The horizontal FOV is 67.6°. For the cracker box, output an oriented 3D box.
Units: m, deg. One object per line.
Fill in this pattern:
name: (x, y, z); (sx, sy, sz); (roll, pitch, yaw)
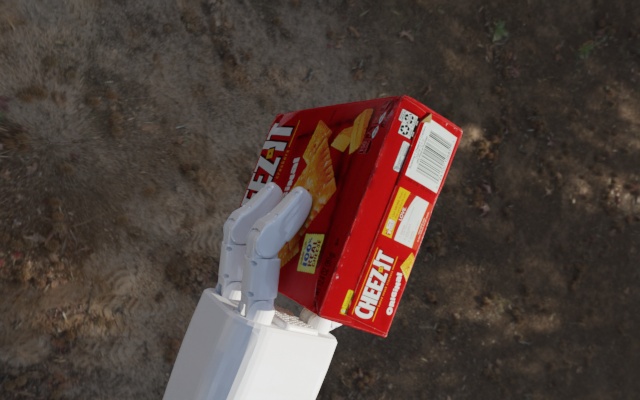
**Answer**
cracker box: (0.000, 0.001, 0.419); (0.072, 0.164, 0.213); (25, -7, -29)
